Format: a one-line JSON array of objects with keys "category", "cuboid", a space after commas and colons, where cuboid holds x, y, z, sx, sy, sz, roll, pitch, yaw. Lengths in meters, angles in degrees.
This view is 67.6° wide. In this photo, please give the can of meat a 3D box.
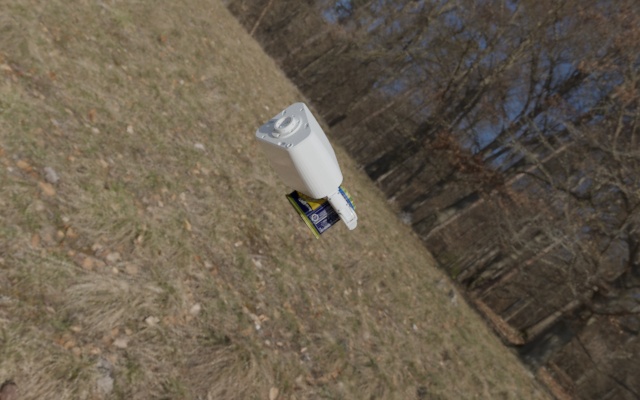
[{"category": "can of meat", "cuboid": [0.000, 0.003, 0.799, 0.084, 0.057, 0.102, -36, 37, -4]}]
